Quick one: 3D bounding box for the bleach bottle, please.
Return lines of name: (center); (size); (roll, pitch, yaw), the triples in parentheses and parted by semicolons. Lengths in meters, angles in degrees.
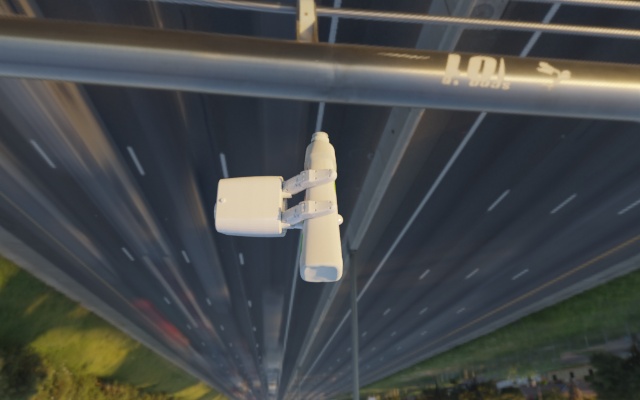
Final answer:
bleach bottle: (0.000, 0.003, 0.805); (0.068, 0.250, 0.103); (0, -25, 0)
